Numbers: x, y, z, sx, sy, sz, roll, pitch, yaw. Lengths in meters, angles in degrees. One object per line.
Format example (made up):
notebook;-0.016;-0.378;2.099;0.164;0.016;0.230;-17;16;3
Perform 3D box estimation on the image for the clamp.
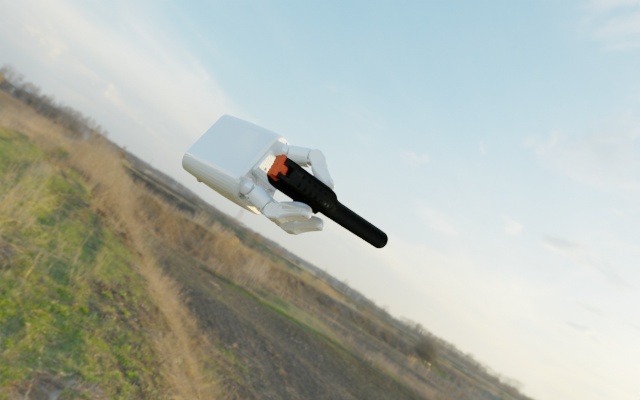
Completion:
clamp;0.000;0.001;0.619;0.164;0.036;0.210;23;-11;24
